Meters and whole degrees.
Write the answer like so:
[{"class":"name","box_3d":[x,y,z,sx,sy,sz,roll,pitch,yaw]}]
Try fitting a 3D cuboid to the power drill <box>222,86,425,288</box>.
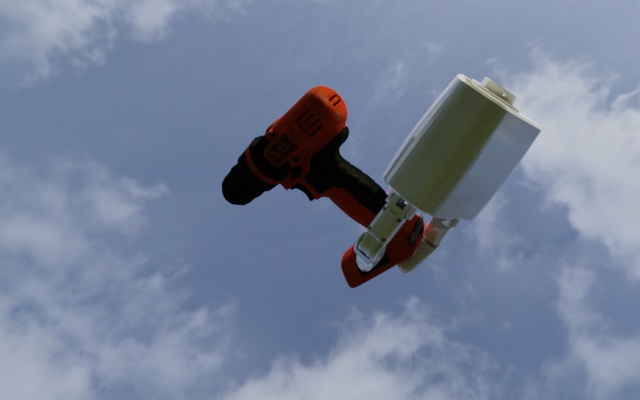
[{"class":"power drill","box_3d":[0.001,0.002,0.495,0.184,0.188,0.057,-37,11,39]}]
